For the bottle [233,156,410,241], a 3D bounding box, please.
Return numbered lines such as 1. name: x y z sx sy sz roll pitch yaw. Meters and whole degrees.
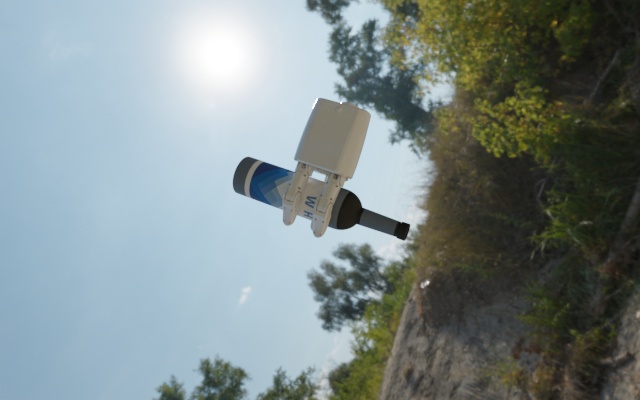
1. bottle: 0.000 0.003 0.770 0.295 0.069 0.069 19 6 18
